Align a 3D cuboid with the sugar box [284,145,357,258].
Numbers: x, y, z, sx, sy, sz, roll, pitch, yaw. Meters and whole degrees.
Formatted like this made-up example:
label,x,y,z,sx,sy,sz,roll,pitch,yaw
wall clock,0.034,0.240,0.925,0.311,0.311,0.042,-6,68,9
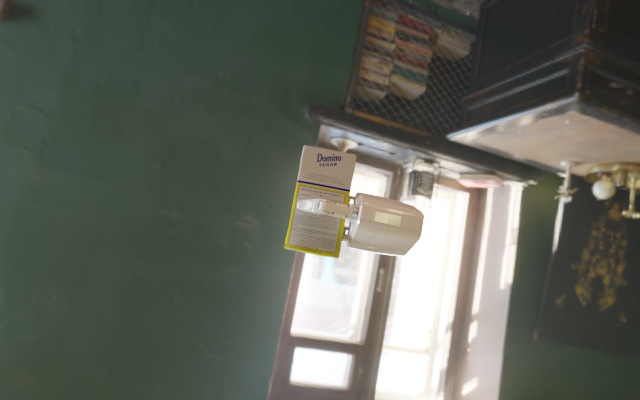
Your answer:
label,x,y,z,sx,sy,sz,roll,pitch,yaw
sugar box,0.000,0.003,0.804,0.093,0.176,0.048,11,-10,-2
